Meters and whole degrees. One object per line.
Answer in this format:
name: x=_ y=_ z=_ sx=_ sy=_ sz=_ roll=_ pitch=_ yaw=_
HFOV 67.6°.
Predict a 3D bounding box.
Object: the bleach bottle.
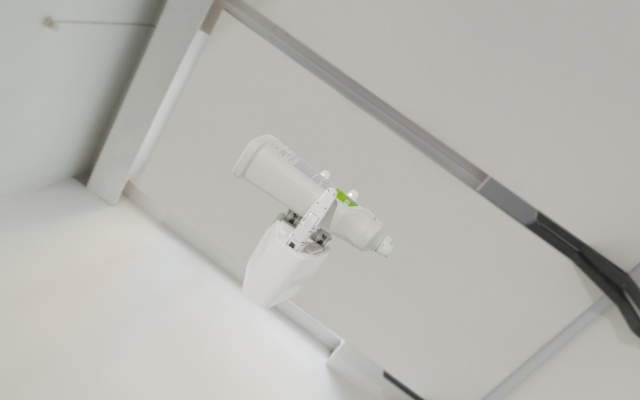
bleach bottle: x=0.000 y=0.002 z=0.699 sx=0.251 sy=0.068 sz=0.102 roll=36 pitch=19 yaw=2
